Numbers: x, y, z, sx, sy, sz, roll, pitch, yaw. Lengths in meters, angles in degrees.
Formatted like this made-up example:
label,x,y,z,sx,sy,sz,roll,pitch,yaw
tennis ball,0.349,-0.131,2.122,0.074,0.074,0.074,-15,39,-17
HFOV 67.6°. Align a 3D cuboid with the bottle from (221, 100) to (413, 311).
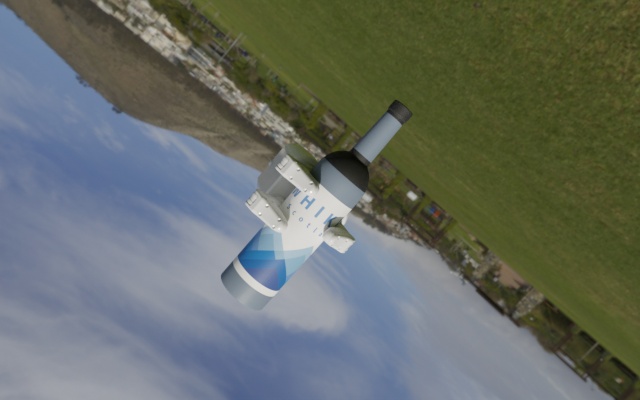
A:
label,x,y,z,sx,sy,sz,roll,pitch,yaw
bottle,0.000,0.002,0.569,0.069,0.296,0.069,41,7,-6
